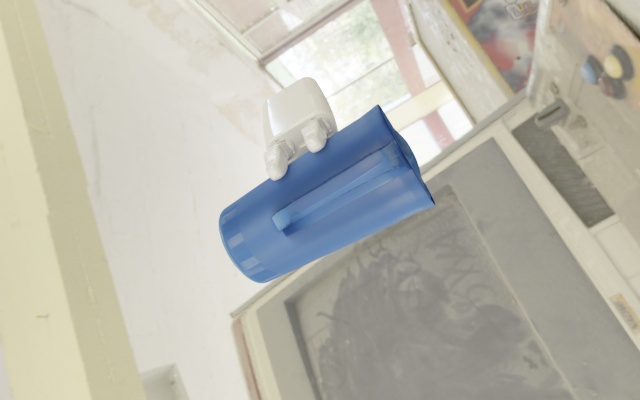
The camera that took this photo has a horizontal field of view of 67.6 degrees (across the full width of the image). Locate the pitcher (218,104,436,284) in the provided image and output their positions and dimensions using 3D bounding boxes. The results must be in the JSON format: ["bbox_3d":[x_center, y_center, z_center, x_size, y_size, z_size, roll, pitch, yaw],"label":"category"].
[{"bbox_3d":[0.000,0.002,0.564,0.243,0.145,0.149,-30,-47,13],"label":"pitcher"}]
